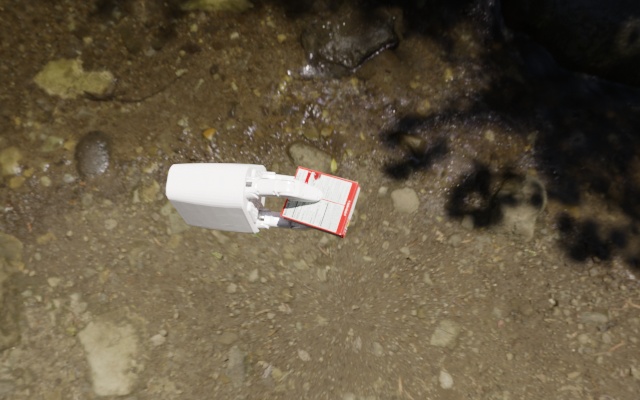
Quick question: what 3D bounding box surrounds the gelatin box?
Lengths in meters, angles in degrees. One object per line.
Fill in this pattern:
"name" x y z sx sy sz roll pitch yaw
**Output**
"gelatin box" 0.000 0.002 0.638 0.089 0.073 0.030 16 -10 15
